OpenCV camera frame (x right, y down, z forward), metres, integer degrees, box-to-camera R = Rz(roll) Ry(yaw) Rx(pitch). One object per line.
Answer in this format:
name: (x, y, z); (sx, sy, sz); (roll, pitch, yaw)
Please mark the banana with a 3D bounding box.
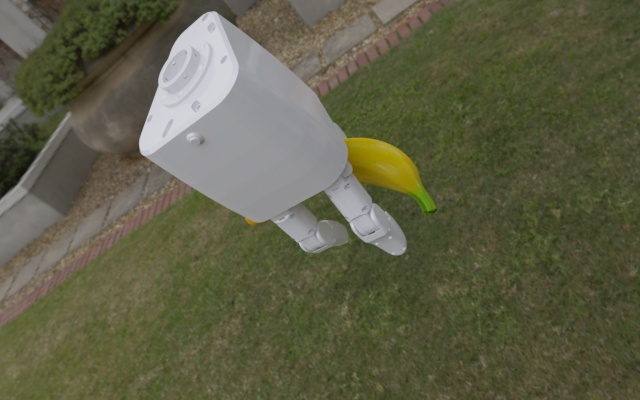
banana: (0.004, -0.017, 0.419); (0.198, 0.069, 0.037); (-5, -14, 37)
